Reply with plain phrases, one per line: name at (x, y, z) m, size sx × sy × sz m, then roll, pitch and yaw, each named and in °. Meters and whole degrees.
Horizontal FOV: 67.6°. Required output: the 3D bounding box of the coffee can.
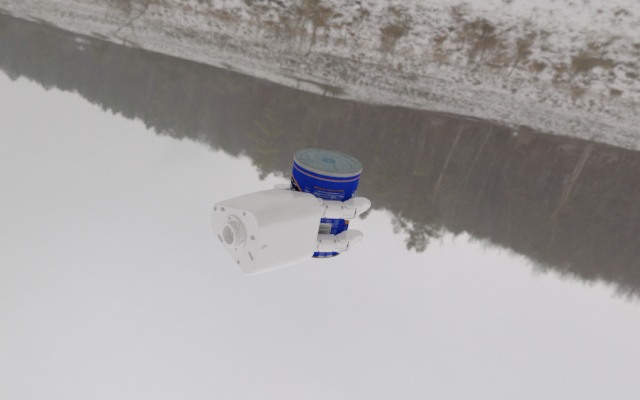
coffee can at (0.000, 0.002, 0.732) m, size 0.103 × 0.140 × 0.102 m, roll 9°, pitch 23°, yaw -4°
